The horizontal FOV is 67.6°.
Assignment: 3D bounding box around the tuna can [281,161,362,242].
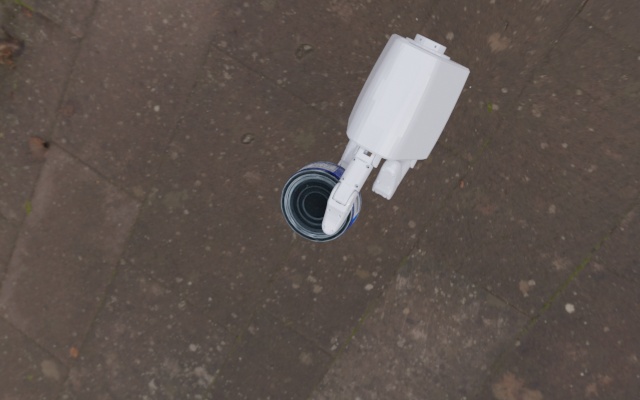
[{"bbox_3d":[0.000,0.002,0.530,0.086,0.086,0.033,0,18,20],"label":"tuna can"}]
